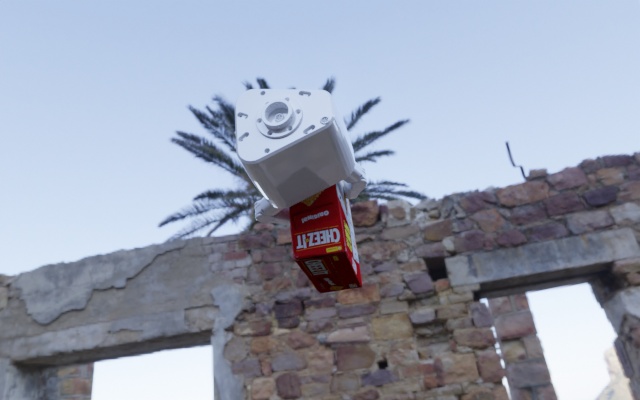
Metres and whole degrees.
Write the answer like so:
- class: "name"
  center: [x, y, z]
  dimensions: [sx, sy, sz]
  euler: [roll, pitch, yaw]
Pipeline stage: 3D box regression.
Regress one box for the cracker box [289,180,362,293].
- class: "cracker box"
  center: [0.000, 0.002, 0.655]
  dimensions: [0.072, 0.213, 0.164]
  euler: [-11, -26, 8]
